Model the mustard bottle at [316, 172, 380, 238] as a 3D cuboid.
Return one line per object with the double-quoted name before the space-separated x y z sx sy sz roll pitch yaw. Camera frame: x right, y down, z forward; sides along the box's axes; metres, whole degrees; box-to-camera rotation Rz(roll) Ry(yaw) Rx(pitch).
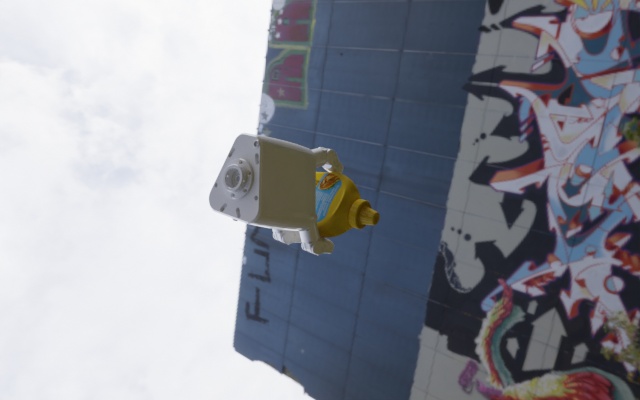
"mustard bottle" 0.000 0.002 0.698 0.191 0.096 0.058 16 -19 35
